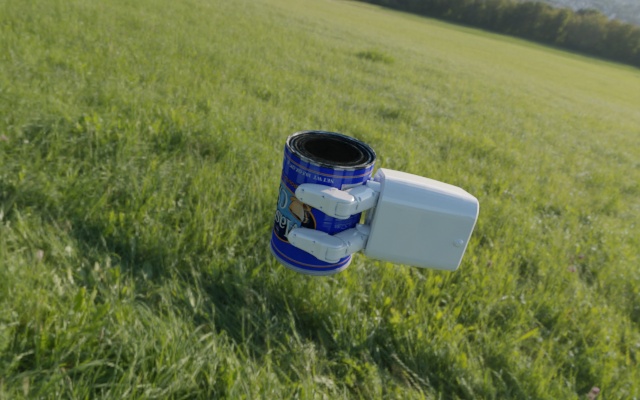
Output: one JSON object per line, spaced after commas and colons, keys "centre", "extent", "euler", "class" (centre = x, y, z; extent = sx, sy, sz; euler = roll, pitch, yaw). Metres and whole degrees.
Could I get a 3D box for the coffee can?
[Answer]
{"centre": [0.000, 0.002, 0.560], "extent": [0.103, 0.140, 0.102], "euler": [9, 28, -5], "class": "coffee can"}
